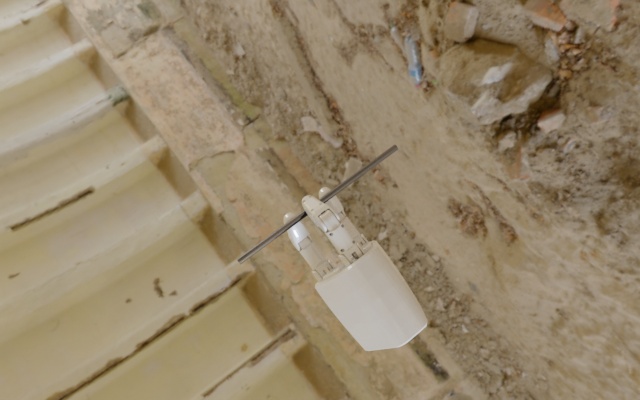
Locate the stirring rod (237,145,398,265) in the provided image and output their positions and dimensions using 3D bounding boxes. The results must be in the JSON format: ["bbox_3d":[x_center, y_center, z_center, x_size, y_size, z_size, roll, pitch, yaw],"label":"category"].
[{"bbox_3d":[0.000,0.002,0.577,0.239,0.011,0.011,-36,8,-12],"label":"stirring rod"}]
